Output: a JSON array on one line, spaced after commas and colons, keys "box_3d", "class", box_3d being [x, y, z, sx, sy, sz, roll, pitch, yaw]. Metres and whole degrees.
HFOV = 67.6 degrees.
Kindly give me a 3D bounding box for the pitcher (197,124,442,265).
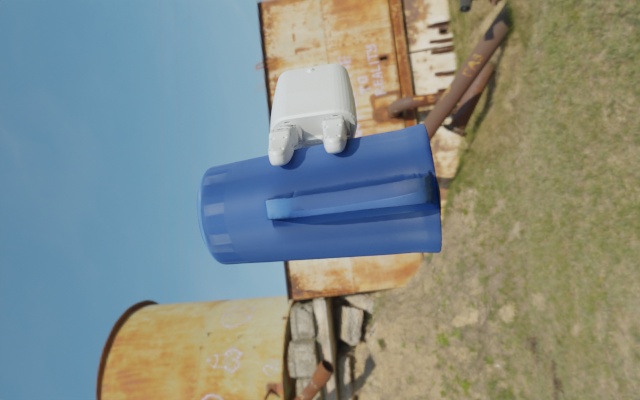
[{"box_3d": [0.000, 0.002, 0.496, 0.243, 0.145, 0.149, -8, -43, 7], "class": "pitcher"}]
